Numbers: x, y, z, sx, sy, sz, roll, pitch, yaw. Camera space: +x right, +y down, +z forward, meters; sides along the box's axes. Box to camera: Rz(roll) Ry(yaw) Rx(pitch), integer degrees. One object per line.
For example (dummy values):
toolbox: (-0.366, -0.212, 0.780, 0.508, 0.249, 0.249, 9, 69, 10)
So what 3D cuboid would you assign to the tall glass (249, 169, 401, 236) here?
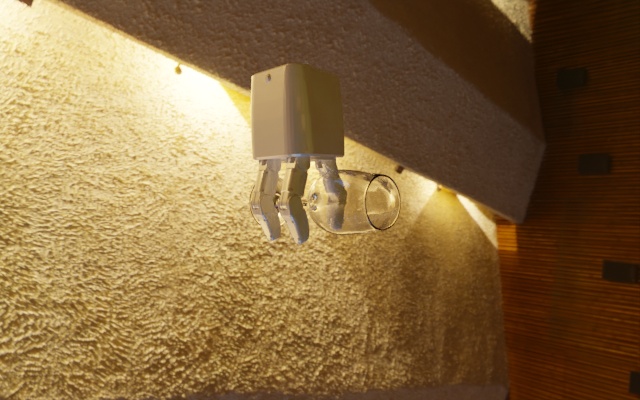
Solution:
tall glass: (0.000, 0.002, 0.590, 0.079, 0.079, 0.201, 0, 0, -44)
